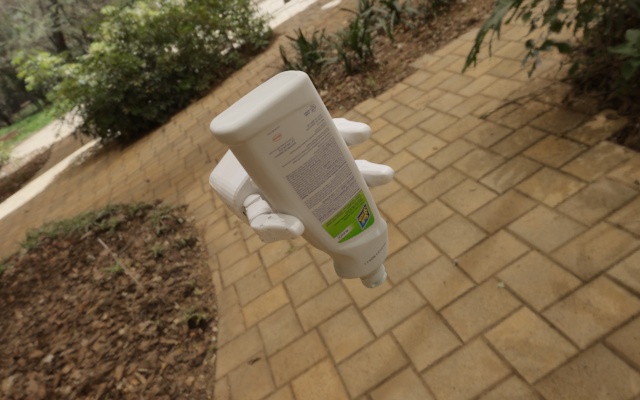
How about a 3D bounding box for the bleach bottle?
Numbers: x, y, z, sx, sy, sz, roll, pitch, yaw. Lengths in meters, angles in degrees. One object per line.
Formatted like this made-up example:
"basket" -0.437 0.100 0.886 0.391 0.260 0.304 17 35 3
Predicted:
"bleach bottle" 0.000 0.002 0.487 0.102 0.251 0.068 -39 30 -14
